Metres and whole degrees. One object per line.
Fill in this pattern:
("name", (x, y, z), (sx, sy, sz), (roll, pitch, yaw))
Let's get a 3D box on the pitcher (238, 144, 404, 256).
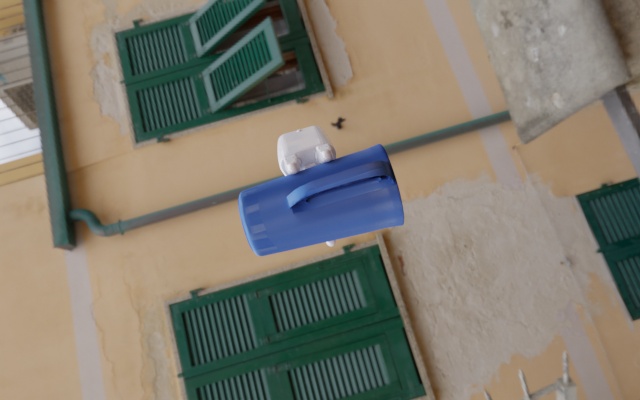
("pitcher", (0.000, 0.002, 0.741), (0.243, 0.149, 0.145), (-16, 31, -1))
